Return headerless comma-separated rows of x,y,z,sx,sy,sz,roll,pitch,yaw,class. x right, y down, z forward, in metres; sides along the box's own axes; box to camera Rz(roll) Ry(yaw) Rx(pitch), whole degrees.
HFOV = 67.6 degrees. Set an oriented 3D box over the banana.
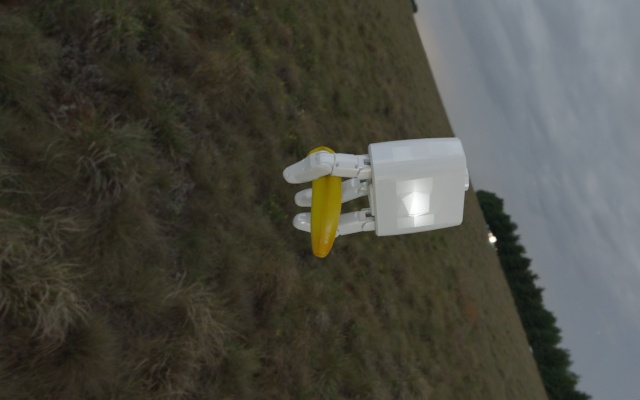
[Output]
0.004,-0.016,0.578,0.037,0.070,0.197,8,31,-10,banana
